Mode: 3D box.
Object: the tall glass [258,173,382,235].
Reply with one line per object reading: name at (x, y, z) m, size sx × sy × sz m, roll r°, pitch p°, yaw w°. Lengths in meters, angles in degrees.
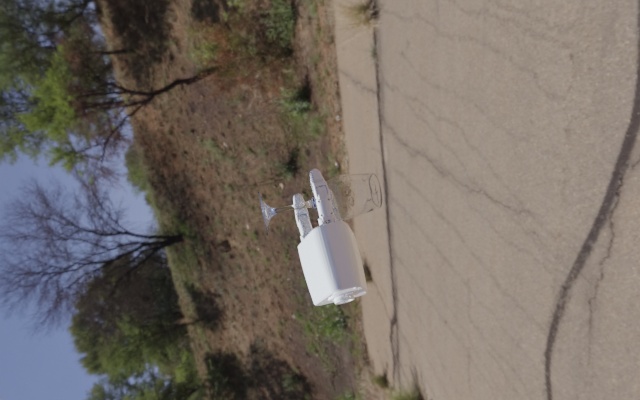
tall glass at (-0.001, 0.003, 0.809) m, size 0.201 × 0.079 × 0.079 m, roll -12°, pitch 2°, yaw -9°
